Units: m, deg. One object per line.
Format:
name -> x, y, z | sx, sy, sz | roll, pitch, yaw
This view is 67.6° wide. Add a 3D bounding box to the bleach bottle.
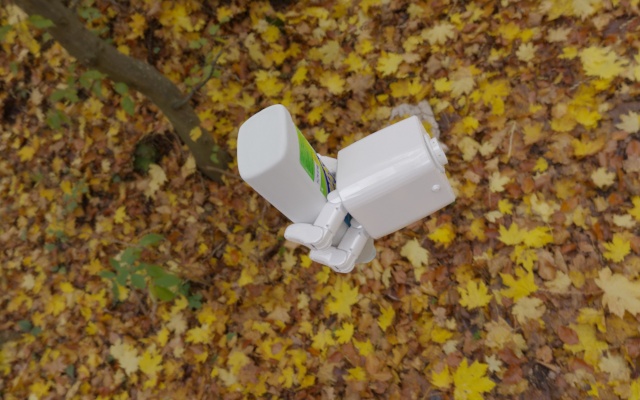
bleach bottle -> 0.000, 0.002, 0.591 | 0.068, 0.102, 0.251 | -26, -45, 19
